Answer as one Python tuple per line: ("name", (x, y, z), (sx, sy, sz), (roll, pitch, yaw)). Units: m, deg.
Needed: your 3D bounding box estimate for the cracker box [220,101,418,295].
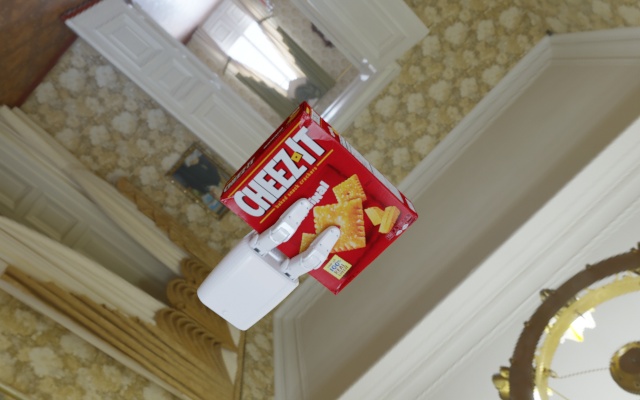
("cracker box", (0.000, 0.002, 0.647), (0.214, 0.164, 0.072), (41, 14, -17))
